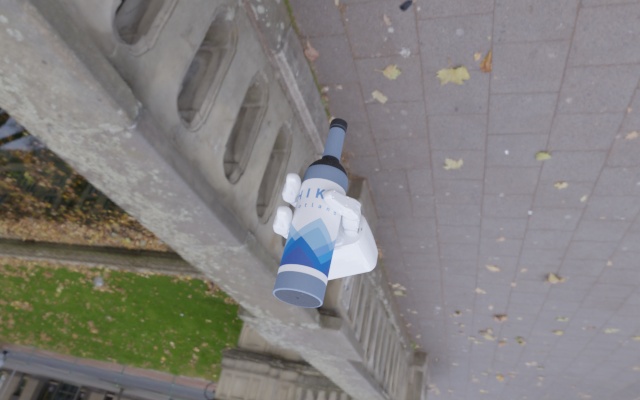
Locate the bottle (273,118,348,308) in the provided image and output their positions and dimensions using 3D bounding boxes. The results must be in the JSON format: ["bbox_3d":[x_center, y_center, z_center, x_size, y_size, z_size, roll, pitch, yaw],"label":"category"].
[{"bbox_3d":[0.000,0.002,0.689,0.069,0.295,0.069,10,-29,6],"label":"bottle"}]
